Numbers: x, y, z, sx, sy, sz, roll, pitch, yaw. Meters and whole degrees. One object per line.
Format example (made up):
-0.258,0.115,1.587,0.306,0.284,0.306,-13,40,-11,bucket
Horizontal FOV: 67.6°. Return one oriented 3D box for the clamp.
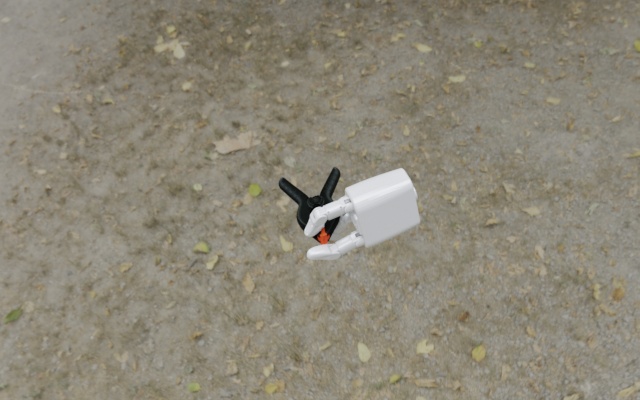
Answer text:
0.000,0.003,0.880,0.120,0.171,0.039,-22,-38,-4,clamp
